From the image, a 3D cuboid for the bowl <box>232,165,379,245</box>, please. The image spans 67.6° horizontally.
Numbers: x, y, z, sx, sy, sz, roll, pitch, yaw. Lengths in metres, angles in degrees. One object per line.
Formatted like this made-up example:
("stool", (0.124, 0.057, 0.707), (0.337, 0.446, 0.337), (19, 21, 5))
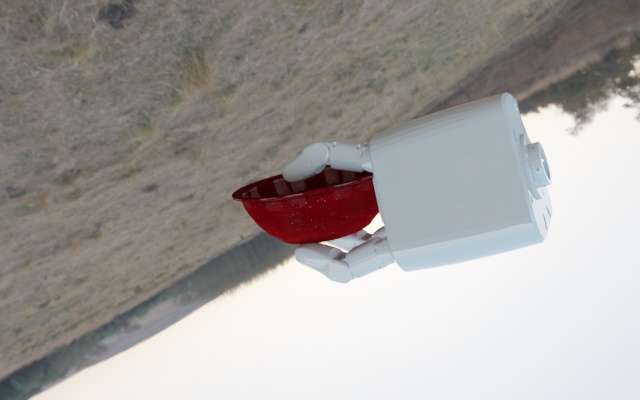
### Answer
("bowl", (-0.001, 0.002, 0.460), (0.162, 0.055, 0.162), (-11, 11, 2))
